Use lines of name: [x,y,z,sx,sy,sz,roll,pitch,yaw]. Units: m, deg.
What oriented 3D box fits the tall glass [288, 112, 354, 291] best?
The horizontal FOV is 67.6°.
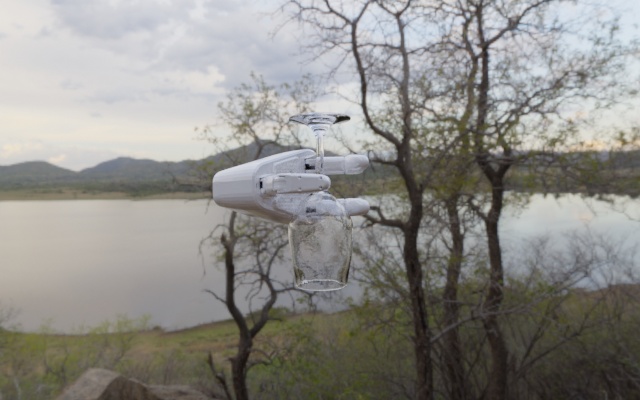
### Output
tall glass: [0.000,0.001,0.567,0.079,0.201,0.079,-1,-1,0]
